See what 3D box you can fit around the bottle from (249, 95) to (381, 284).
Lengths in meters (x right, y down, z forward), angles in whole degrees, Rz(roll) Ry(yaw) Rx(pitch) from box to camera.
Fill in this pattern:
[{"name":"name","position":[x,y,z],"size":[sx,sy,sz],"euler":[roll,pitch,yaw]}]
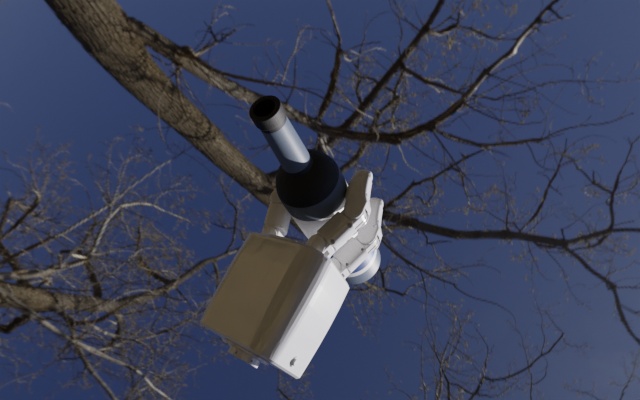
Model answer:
[{"name":"bottle","position":[0.000,0.002,0.499],"size":[0.069,0.069,0.296],"euler":[0,-31,21]}]
